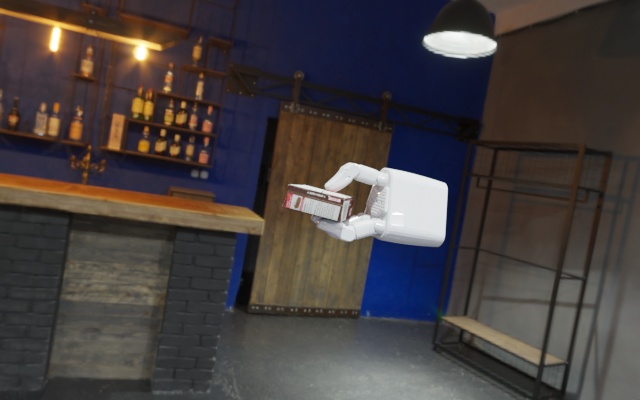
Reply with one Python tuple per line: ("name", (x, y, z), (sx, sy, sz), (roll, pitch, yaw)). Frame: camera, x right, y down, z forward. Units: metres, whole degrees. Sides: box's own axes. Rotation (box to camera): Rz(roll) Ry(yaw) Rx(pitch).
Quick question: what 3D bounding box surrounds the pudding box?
("pudding box", (0.000, 0.002, 0.733), (0.090, 0.039, 0.113), (14, 2, 10))
